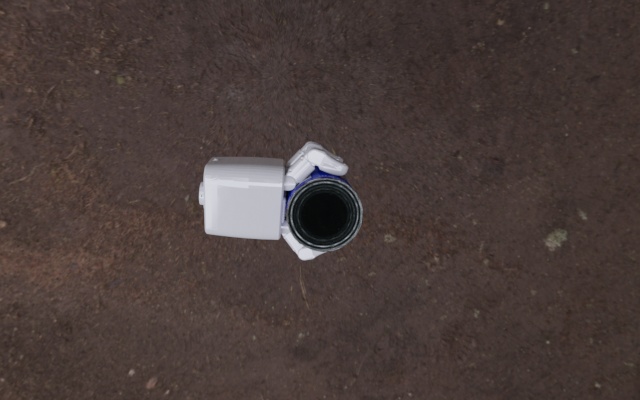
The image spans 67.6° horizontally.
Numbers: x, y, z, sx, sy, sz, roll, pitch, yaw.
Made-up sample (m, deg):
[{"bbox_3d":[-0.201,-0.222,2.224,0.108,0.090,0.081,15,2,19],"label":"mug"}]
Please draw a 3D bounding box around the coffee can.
[{"bbox_3d":[0.000,0.002,0.697,0.103,0.103,0.140,0,15,-5],"label":"coffee can"}]
